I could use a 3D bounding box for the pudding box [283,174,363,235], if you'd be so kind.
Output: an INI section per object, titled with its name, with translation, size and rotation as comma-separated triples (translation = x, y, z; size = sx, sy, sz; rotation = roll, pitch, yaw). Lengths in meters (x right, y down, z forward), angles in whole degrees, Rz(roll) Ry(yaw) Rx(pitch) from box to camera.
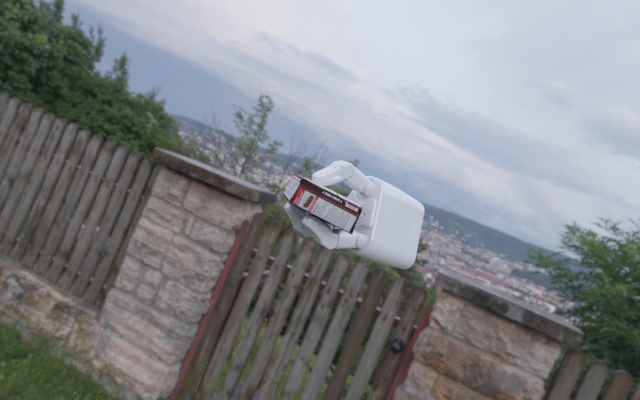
[pudding box]
translation = 0.000, 0.002, 0.629
size = 0.090, 0.039, 0.113
rotation = 26, -1, -9
